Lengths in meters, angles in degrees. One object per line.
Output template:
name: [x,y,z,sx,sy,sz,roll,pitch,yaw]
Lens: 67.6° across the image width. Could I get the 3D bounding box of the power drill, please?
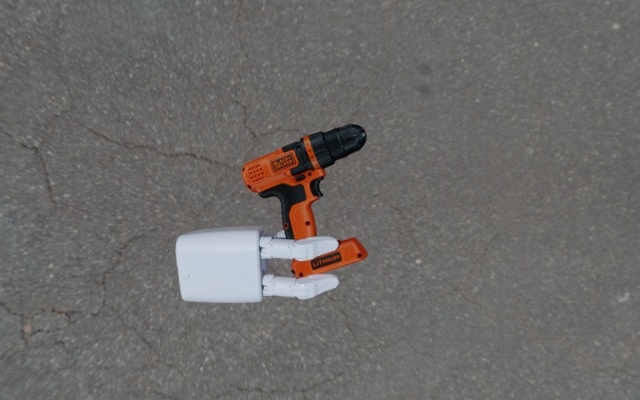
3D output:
power drill: [0.000,0.003,0.664,0.184,0.187,0.057,-21,-6,11]
